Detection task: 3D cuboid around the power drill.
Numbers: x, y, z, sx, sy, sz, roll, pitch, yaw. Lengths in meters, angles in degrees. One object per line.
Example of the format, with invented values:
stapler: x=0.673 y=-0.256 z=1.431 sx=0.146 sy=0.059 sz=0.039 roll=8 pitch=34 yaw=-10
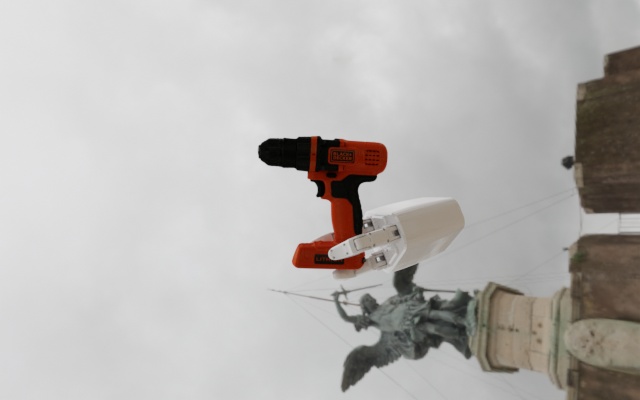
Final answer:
power drill: x=0.000 y=0.003 z=0.684 sx=0.184 sy=0.187 sz=0.057 roll=3 pitch=7 yaw=-1
